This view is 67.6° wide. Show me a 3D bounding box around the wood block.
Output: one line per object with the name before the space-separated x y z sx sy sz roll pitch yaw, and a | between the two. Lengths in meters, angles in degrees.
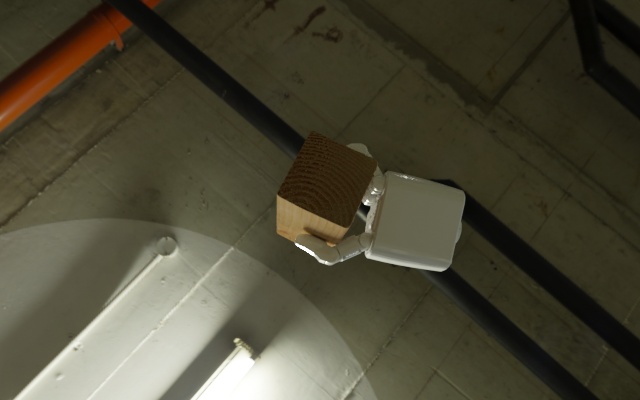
wood block | 0.000 0.003 0.631 0.090 0.090 0.206 25 -16 2
